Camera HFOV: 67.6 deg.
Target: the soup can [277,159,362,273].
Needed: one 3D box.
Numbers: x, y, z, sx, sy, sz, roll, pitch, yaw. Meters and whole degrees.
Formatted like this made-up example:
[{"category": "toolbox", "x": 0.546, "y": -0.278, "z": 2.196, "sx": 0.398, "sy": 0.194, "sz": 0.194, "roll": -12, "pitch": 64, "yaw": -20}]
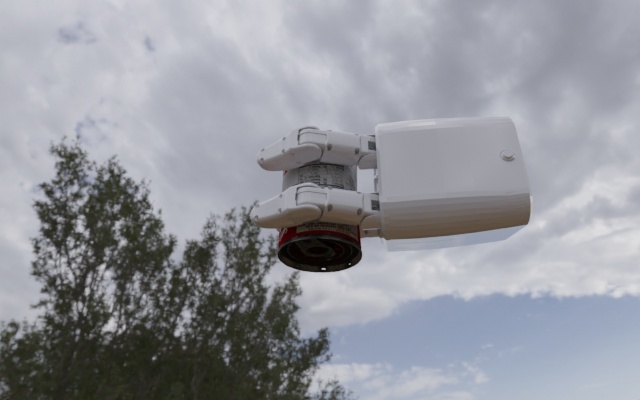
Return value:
[{"category": "soup can", "x": 0.000, "y": 0.001, "z": 0.406, "sx": 0.068, "sy": 0.102, "sz": 0.068, "roll": 1, "pitch": -30, "yaw": 0}]
